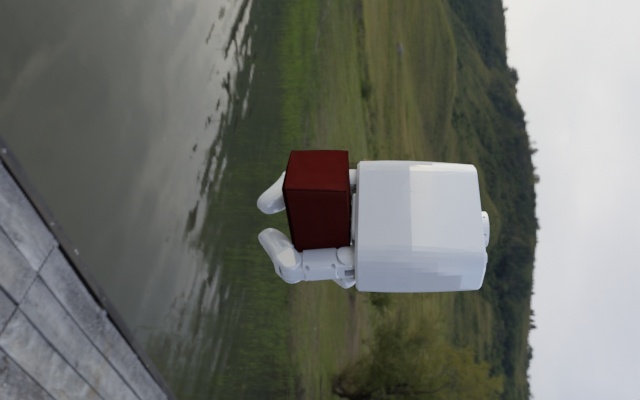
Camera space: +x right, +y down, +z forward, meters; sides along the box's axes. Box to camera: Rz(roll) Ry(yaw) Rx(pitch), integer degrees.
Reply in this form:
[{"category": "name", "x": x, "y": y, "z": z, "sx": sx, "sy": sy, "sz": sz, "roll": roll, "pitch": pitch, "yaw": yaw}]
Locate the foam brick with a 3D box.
[{"category": "foam brick", "x": 0.000, "y": 0.001, "z": 0.412, "sx": 0.051, "sy": 0.078, "sz": 0.053, "roll": 0, "pitch": 45, "yaw": 7}]
